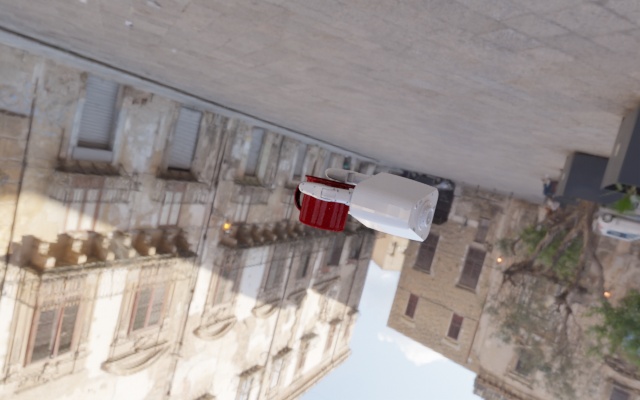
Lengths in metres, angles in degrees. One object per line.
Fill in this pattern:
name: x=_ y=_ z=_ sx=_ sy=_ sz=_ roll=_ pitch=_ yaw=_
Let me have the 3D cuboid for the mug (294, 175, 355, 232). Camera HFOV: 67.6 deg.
mug: x=-0.001 y=0.003 z=0.833 sx=0.117 sy=0.081 sz=0.093 roll=16 pitch=5 yaw=34
